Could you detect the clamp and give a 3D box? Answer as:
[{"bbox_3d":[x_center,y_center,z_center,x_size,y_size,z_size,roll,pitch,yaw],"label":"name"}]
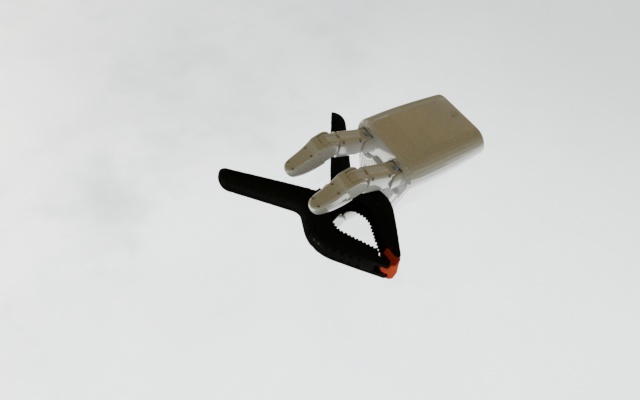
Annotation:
[{"bbox_3d":[0.001,0.002,0.497,0.164,0.210,0.036,-25,-33,-16],"label":"clamp"}]
